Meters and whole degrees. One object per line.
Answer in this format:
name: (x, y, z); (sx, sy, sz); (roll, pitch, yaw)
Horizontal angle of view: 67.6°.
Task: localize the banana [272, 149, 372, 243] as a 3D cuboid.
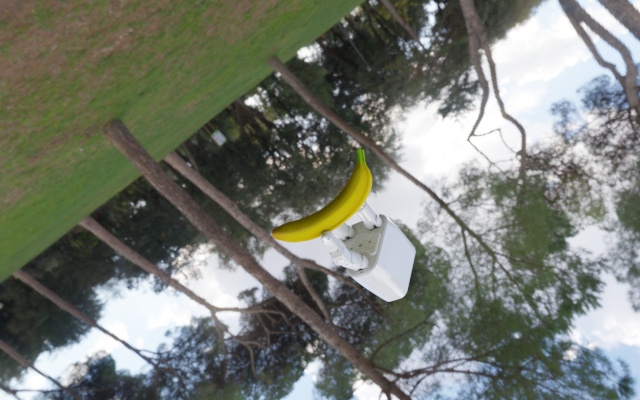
banana: (0.011, 0.013, 0.721); (0.198, 0.069, 0.037); (-42, -34, 13)
